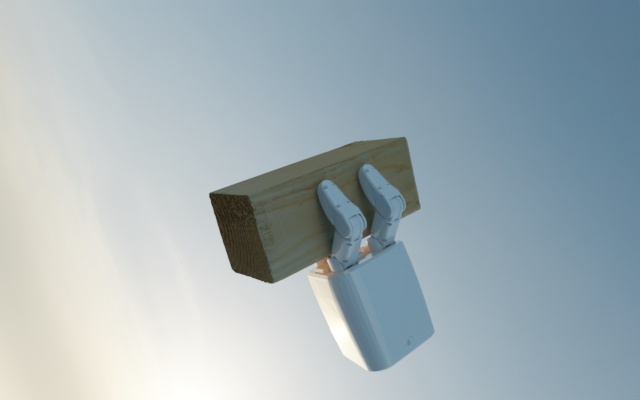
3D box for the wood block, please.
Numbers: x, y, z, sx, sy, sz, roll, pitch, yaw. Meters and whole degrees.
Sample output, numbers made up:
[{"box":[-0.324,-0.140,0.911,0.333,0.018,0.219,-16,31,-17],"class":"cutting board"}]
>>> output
[{"box":[0.000,0.002,0.517,0.206,0.090,0.091,-23,14,-34],"class":"wood block"}]
